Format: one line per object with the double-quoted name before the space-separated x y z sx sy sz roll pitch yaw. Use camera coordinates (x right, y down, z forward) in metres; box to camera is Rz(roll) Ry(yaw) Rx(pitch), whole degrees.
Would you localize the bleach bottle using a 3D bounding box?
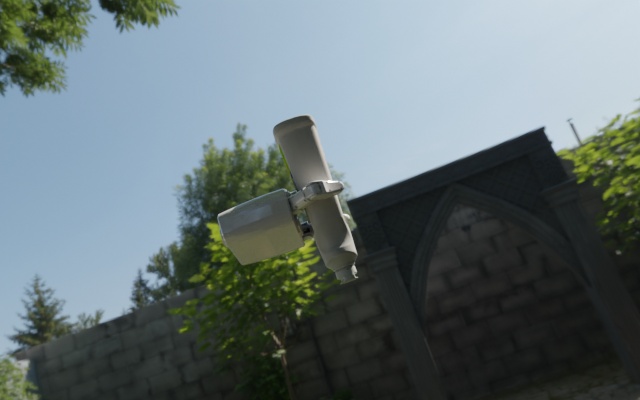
"bleach bottle" 0.000 0.002 0.724 0.068 0.250 0.102 -20 -15 -1
